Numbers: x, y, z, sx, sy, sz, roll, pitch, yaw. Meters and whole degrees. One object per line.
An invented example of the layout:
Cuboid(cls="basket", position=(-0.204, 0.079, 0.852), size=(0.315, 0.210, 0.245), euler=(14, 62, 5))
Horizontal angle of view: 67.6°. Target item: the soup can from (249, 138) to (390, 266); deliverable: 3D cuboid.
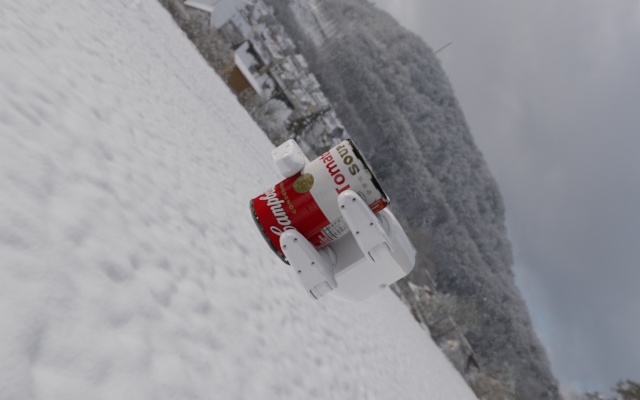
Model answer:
Cuboid(cls="soup can", position=(0.000, 0.001, 0.409), size=(0.102, 0.068, 0.068), euler=(-32, -5, 7))
